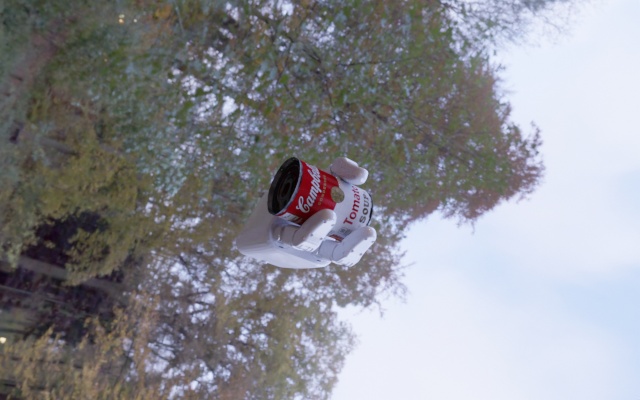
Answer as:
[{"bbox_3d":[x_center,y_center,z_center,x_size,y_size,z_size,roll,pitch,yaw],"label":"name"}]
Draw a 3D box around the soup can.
[{"bbox_3d":[0.001,0.002,0.541,0.102,0.068,0.068,24,-12,-28],"label":"soup can"}]
